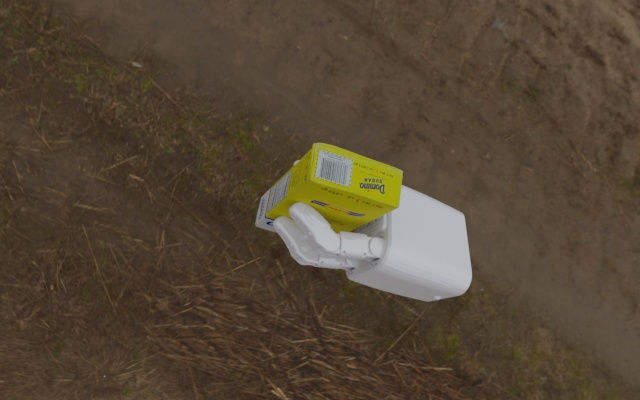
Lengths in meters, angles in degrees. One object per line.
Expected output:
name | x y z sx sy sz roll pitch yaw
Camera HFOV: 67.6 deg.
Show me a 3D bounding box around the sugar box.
sugar box | 0.000 0.002 0.505 0.093 0.048 0.176 17 -25 -17
